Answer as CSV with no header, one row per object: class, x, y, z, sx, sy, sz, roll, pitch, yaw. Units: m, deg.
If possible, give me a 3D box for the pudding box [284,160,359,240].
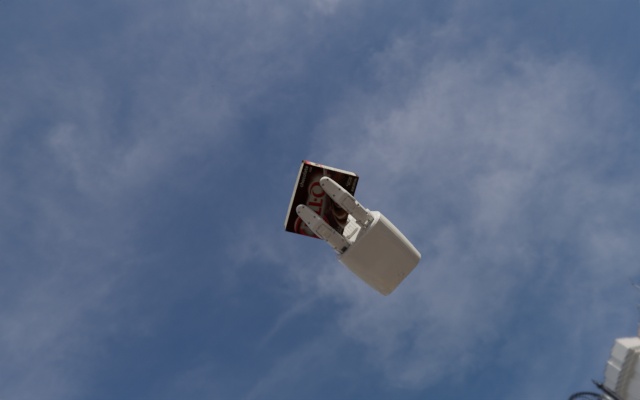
pudding box,0.000,0.002,0.742,0.090,0.113,0.039,13,8,-12
